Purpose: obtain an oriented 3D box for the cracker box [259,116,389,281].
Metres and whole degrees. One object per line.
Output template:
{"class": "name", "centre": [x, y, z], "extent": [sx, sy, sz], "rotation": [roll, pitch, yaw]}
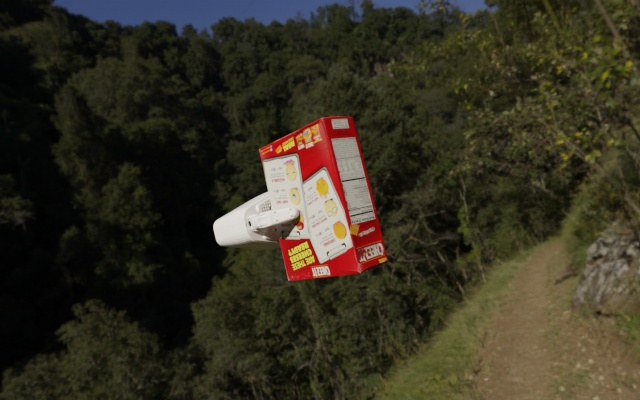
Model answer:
{"class": "cracker box", "centre": [0.000, 0.002, 0.706], "extent": [0.072, 0.213, 0.164], "rotation": [-12, -3, -41]}
